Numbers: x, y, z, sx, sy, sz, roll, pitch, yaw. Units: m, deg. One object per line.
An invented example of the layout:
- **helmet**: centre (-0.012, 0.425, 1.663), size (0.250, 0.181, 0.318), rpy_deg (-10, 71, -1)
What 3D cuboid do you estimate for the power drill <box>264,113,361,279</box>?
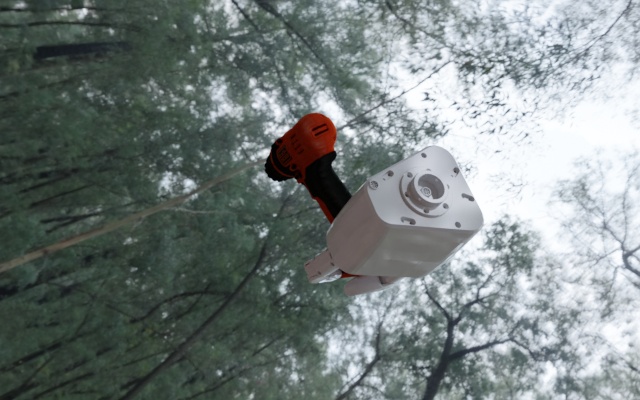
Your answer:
- **power drill**: centre (0.000, 0.002, 0.579), size (0.057, 0.187, 0.184), rpy_deg (-30, 1, -21)
